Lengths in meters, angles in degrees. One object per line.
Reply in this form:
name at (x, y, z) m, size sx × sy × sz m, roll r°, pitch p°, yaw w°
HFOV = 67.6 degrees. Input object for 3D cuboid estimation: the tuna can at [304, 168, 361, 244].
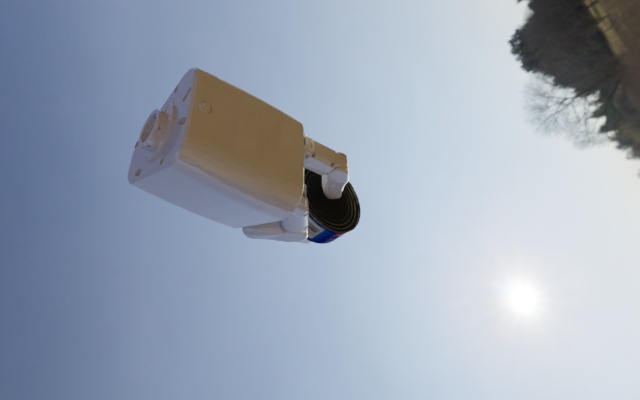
tuna can at (0.000, 0.002, 0.505) m, size 0.086 × 0.086 × 0.034 m, roll 0°, pitch -27°, yaw -46°
